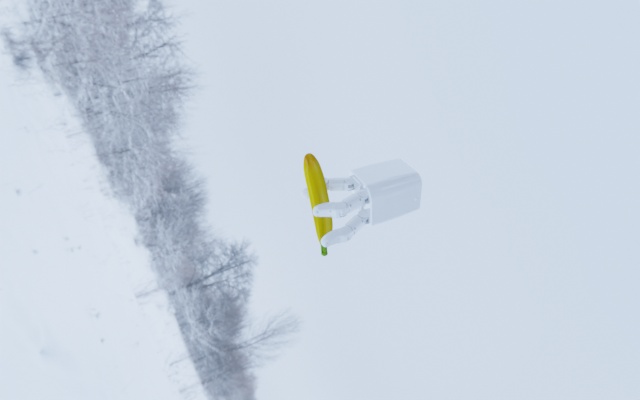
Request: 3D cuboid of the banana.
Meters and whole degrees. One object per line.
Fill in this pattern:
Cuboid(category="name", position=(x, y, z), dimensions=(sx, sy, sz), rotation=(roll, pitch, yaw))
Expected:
Cuboid(category="banana", position=(-0.002, 0.000, 0.881), dimensions=(0.037, 0.198, 0.069), rotation=(-12, 21, -3))
